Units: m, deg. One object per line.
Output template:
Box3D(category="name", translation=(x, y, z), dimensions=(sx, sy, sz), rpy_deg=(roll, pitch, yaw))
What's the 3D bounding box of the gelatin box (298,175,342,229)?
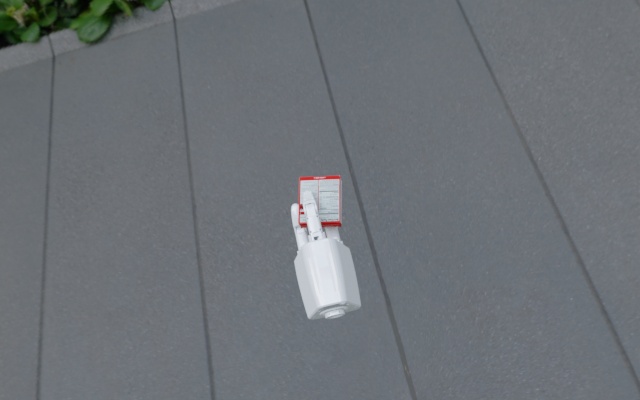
Box3D(category="gelatin box", translation=(0.000, 0.002, 0.830), dimensions=(0.073, 0.089, 0.030), rpy_deg=(-2, -18, 8))
